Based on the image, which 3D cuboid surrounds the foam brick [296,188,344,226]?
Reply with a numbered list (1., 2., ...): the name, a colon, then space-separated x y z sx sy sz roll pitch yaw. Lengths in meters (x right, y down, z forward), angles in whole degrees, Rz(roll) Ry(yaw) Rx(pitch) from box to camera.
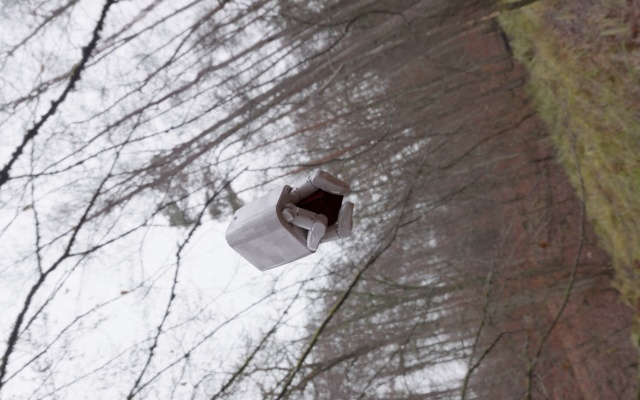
1. foam brick: 0.000 0.002 0.769 0.051 0.053 0.078 -25 24 22
